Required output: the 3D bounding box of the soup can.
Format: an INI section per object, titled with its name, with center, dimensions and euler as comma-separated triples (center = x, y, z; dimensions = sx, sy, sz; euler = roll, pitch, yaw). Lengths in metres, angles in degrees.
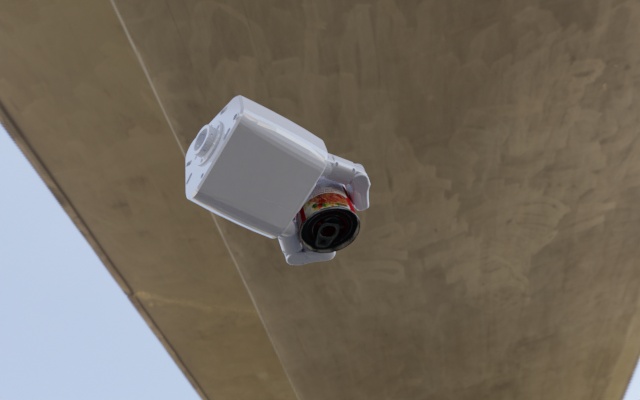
[soup can]
center = 0.000, 0.002, 0.557
dimensions = 0.068, 0.069, 0.102
euler = 0, 39, -16
